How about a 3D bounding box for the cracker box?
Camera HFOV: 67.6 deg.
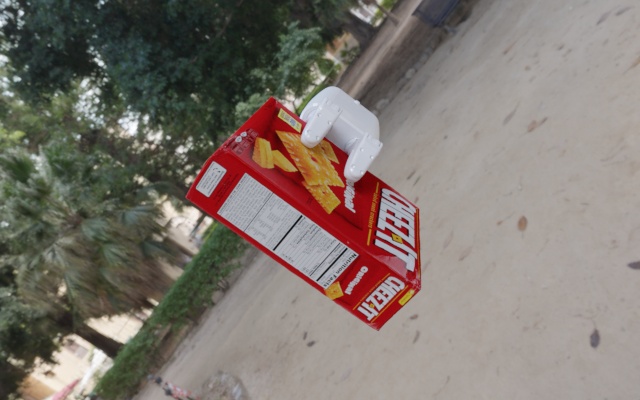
[{"bbox_3d":[0.000,0.002,0.478,0.214,0.072,0.164,36,27,-7],"label":"cracker box"}]
